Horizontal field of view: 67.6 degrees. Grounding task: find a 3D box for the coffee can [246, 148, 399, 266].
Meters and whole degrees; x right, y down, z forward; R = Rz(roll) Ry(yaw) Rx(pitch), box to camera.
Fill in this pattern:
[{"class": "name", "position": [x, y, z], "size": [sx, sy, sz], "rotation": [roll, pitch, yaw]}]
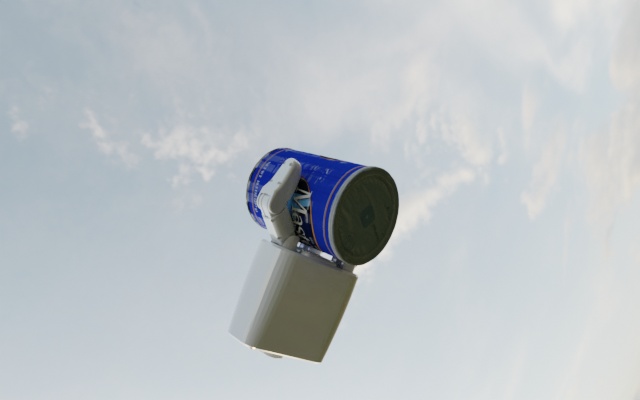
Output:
[{"class": "coffee can", "position": [0.000, 0.002, 0.528], "size": [0.103, 0.103, 0.140], "rotation": [0, 13, -45]}]
